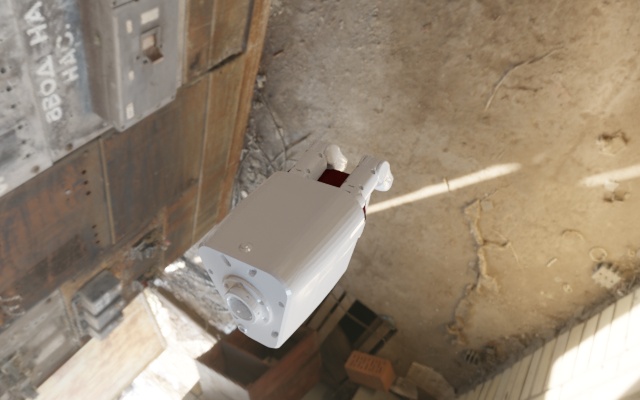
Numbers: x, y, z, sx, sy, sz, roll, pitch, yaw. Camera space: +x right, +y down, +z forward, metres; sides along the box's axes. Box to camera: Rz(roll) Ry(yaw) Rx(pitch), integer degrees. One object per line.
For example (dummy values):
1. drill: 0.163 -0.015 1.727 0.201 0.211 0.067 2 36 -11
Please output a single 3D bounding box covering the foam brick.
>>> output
1. foam brick: 0.000 0.002 0.473 0.078 0.053 0.051 18 42 28
